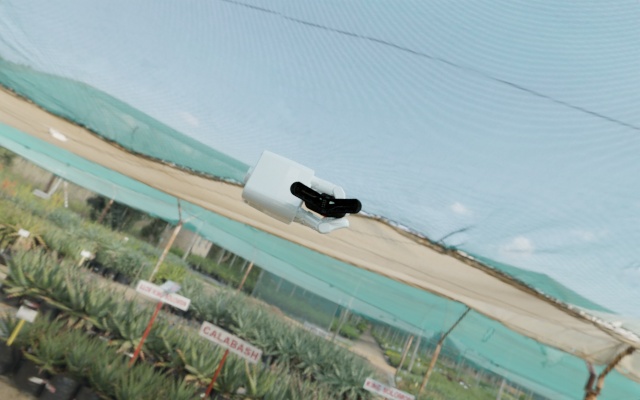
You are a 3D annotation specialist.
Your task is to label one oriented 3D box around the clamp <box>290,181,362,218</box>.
[{"bbox_3d":[0.000,0.002,0.841,0.120,0.039,0.171,24,-12,-4],"label":"clamp"}]
